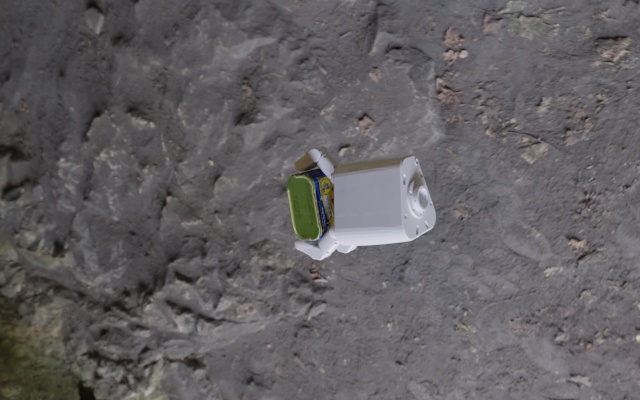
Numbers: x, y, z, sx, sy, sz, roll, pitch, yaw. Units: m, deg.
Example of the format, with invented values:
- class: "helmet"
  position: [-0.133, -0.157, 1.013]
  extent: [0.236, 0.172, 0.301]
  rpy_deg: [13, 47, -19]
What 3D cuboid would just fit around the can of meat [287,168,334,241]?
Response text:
- class: "can of meat"
  position: [0.000, 0.002, 0.704]
  extent: [0.057, 0.102, 0.084]
  rpy_deg: [-3, 10, 39]
